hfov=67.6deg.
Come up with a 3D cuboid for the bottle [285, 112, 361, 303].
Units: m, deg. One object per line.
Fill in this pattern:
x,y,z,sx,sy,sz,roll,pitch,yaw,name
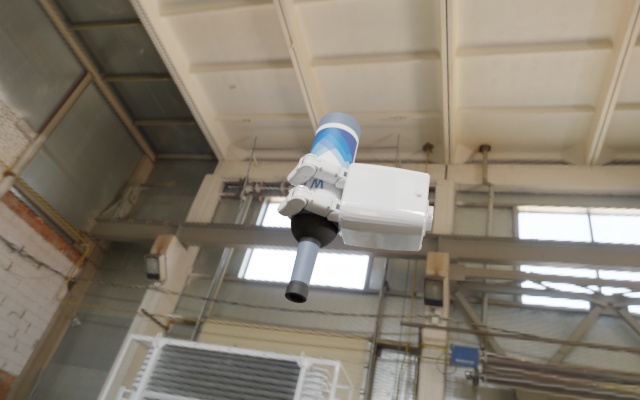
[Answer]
0.000,0.002,0.660,0.069,0.295,0.069,10,-36,7,bottle
